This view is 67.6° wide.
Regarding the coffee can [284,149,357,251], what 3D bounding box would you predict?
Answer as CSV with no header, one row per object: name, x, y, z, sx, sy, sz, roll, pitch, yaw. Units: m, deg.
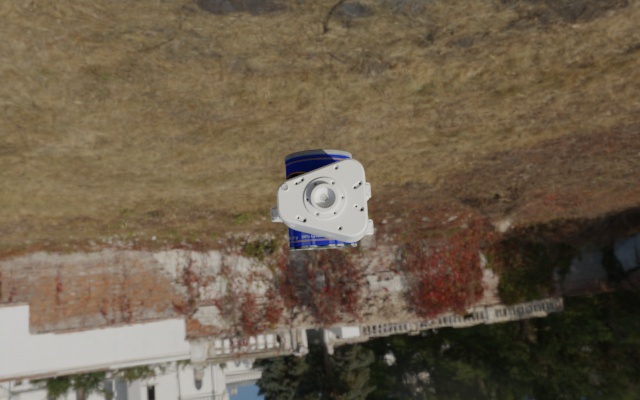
coffee can,0.000,0.002,0.720,0.103,0.140,0.103,-3,-7,0
